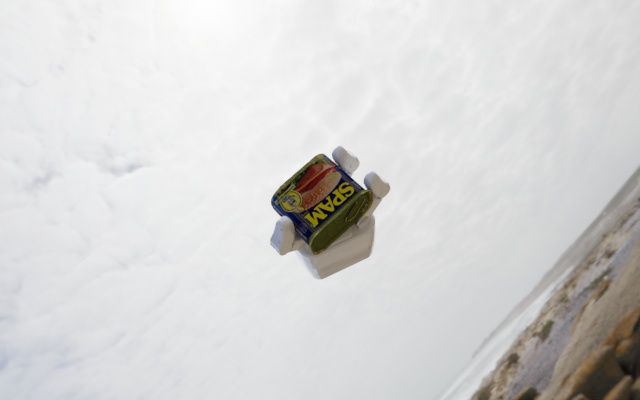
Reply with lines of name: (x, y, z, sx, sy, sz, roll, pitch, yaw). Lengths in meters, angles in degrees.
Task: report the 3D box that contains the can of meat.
can of meat: (0.000, 0.002, 0.598, 0.084, 0.102, 0.057, 44, -13, 25)
